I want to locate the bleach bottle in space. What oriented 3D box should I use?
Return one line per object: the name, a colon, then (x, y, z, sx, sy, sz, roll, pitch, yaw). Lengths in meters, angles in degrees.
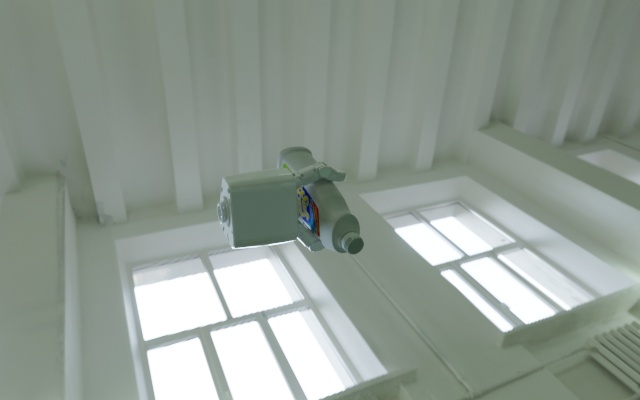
bleach bottle: (0.000, 0.003, 0.798, 0.068, 0.103, 0.250, -8, 31, -24)
